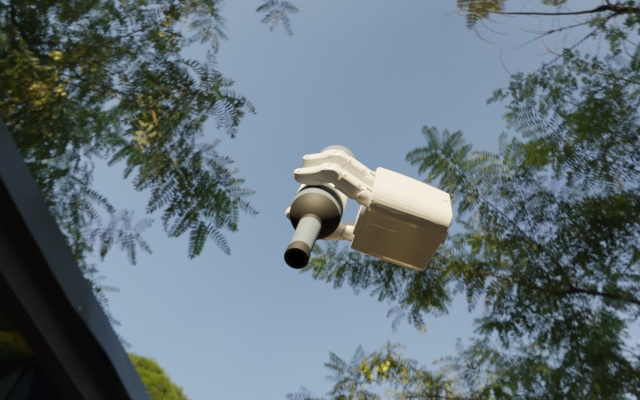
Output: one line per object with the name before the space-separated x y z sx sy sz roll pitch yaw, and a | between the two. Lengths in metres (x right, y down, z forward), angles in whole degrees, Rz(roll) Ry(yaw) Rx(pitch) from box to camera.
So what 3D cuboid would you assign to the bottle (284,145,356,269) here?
bottle | 0.000 0.002 0.639 0.069 0.069 0.295 0 24 11
